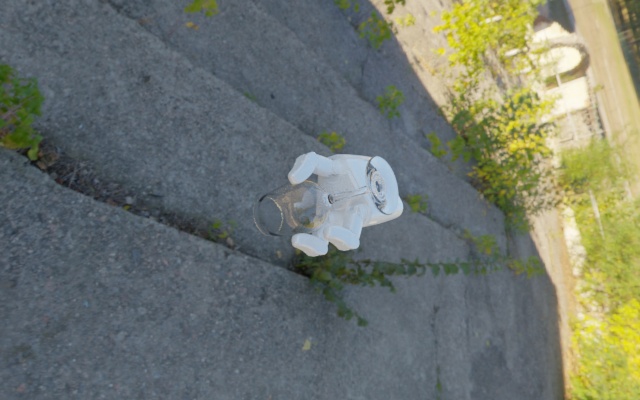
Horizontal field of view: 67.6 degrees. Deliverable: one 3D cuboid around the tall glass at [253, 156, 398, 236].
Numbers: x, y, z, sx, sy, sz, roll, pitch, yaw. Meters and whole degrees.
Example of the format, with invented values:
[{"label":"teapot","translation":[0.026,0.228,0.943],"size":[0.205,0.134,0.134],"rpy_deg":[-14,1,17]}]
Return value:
[{"label":"tall glass","translation":[0.001,0.002,0.645],"size":[0.201,0.079,0.079],"rpy_deg":[-15,-9,36]}]
